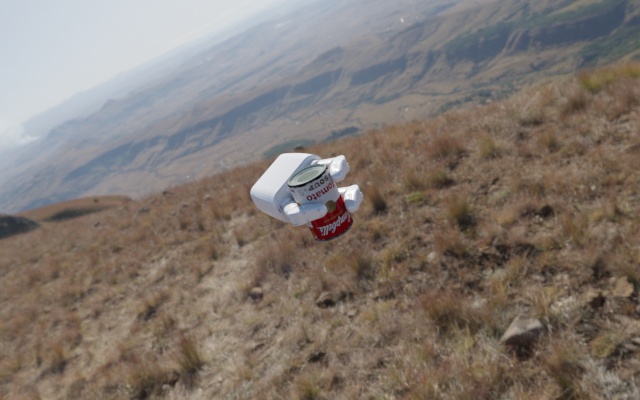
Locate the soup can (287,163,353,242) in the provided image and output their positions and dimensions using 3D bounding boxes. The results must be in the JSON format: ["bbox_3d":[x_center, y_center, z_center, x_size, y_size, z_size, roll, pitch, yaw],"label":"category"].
[{"bbox_3d":[0.000,0.002,0.731,0.068,0.102,0.068,-22,23,10],"label":"soup can"}]
